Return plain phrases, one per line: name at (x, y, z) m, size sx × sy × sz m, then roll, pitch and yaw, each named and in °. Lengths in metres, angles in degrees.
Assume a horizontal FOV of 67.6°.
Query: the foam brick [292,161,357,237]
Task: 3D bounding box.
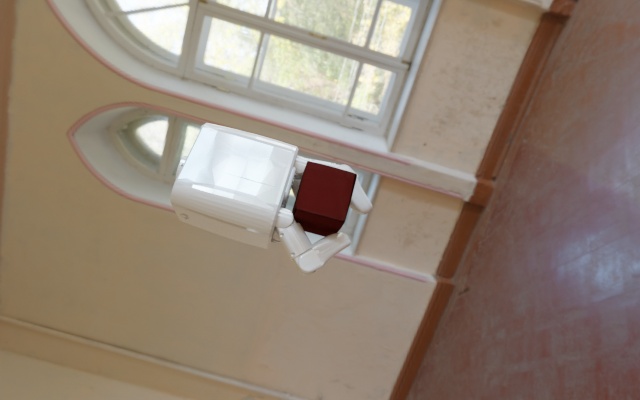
foam brick at (0.000, 0.001, 0.491) m, size 0.051 × 0.053 × 0.078 m, roll 16°, pitch -19°, yaw -4°
